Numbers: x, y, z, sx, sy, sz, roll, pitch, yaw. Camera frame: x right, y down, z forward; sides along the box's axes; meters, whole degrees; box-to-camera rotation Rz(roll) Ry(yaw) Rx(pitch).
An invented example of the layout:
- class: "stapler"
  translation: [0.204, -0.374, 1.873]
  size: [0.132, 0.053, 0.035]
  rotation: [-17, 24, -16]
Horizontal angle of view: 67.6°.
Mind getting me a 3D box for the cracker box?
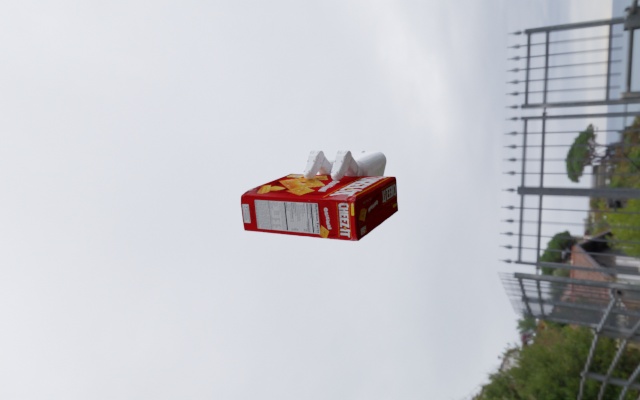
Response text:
- class: "cracker box"
  translation: [0.000, 0.003, 0.797]
  size: [0.213, 0.072, 0.164]
  rotation: [2, 16, 30]
